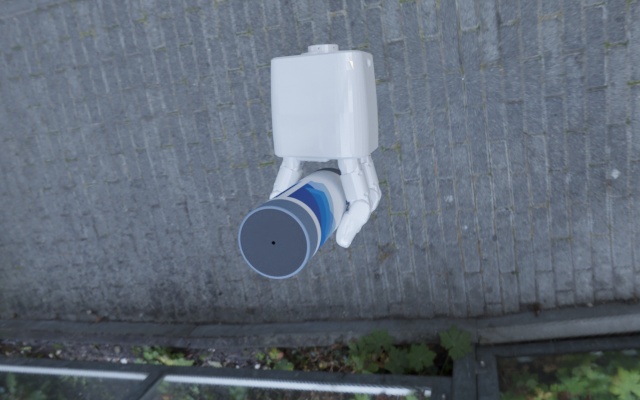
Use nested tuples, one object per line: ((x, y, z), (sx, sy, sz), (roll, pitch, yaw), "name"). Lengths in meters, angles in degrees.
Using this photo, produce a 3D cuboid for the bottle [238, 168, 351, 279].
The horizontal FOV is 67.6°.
((0.000, 0.002, 0.546), (0.069, 0.069, 0.295), (0, 14, 17), "bottle")
